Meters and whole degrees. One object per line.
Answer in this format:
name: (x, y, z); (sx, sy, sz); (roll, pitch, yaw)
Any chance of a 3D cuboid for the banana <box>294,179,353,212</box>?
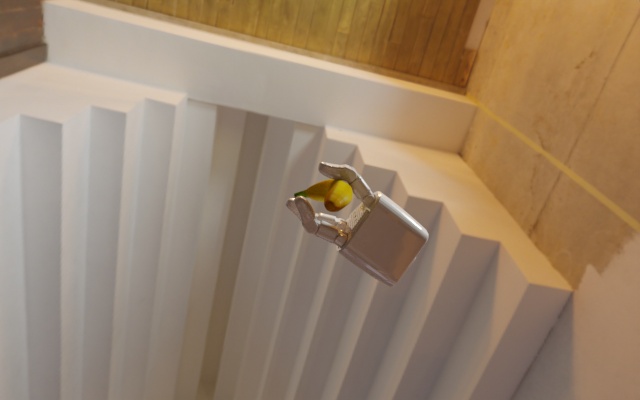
banana: (0.015, -0.007, 0.735); (0.069, 0.037, 0.198); (-31, 10, -12)
